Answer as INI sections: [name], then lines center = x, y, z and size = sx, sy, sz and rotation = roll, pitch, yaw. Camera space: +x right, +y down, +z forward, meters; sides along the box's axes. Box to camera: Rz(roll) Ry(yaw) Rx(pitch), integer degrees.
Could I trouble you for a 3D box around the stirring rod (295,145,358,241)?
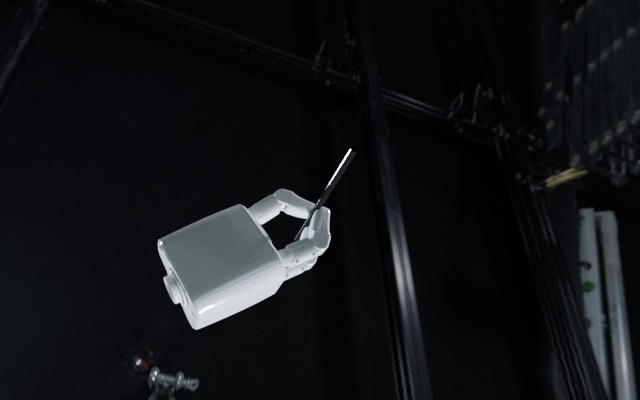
[stirring rod]
center = 0.000, 0.002, 0.570
size = 0.011, 0.011, 0.240
rotation = 0, -26, -18
